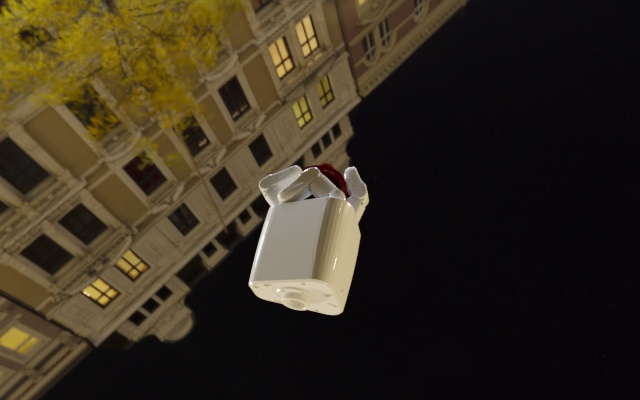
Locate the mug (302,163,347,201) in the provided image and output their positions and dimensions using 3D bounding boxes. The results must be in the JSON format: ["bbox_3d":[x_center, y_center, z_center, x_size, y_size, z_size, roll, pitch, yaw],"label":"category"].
[{"bbox_3d":[0.000,0.001,0.669,0.093,0.117,0.082,3,-35,18],"label":"mug"}]
